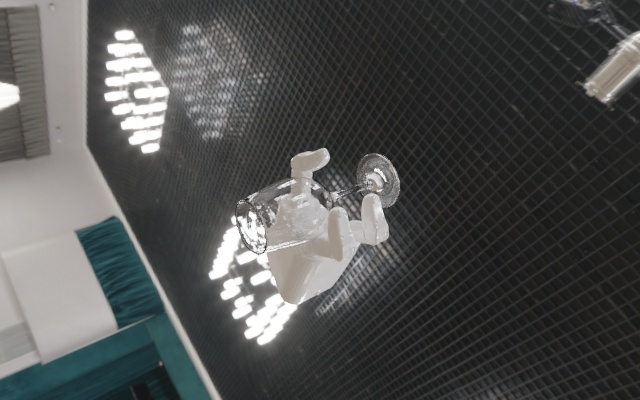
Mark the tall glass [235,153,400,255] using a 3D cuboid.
[{"bbox_3d":[0.001,0.002,0.567,0.201,0.079,0.079,-20,12,-37],"label":"tall glass"}]
